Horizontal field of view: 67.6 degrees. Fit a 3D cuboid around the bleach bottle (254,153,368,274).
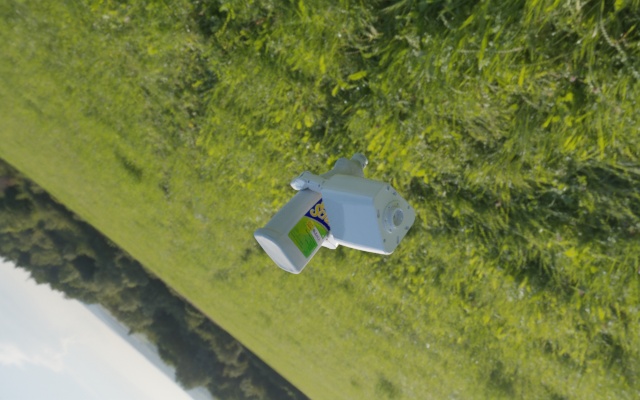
[{"bbox_3d":[0.000,0.003,0.835,0.068,0.103,0.250,11,53,46],"label":"bleach bottle"}]
